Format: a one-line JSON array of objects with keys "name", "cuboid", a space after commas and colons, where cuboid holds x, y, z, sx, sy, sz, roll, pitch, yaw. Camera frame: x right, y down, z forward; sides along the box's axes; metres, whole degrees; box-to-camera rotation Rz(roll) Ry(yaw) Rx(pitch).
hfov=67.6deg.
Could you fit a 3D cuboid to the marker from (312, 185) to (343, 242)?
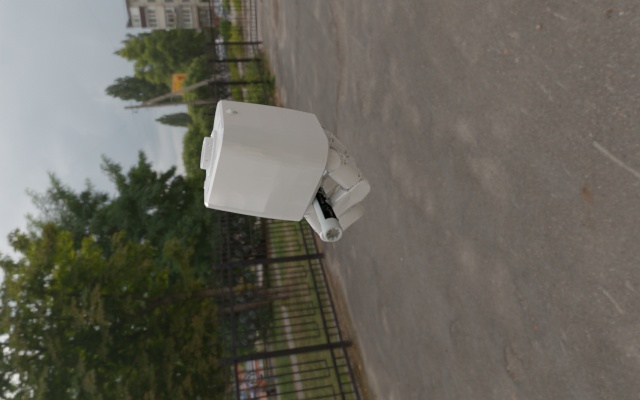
[{"name": "marker", "cuboid": [0.000, 0.002, 0.508, 0.020, 0.020, 0.121, 0, 31, -14]}]
